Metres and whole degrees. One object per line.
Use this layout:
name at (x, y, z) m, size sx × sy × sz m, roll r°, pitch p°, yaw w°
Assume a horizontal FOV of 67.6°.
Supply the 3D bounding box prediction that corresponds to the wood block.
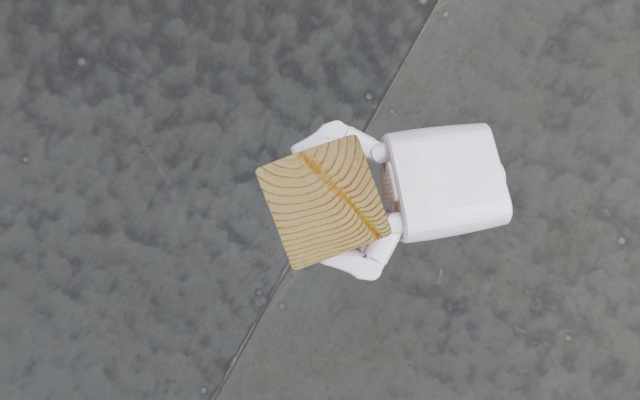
wood block at (0.000, 0.001, 0.488) m, size 0.090 × 0.091 × 0.206 m, roll -20°, pitch 0°, yaw -2°
